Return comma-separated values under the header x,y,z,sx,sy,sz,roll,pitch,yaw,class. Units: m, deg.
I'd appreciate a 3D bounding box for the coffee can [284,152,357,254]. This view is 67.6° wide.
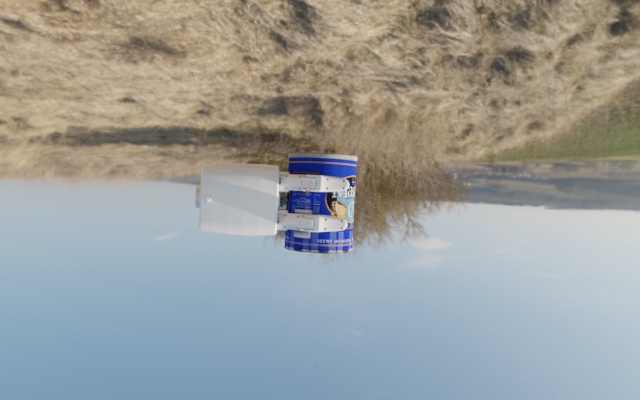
x,y,z,sx,sy,sz,roll,pitch,yaw,class
0.000,0.002,0.711,0.103,0.140,0.103,3,2,0,coffee can
